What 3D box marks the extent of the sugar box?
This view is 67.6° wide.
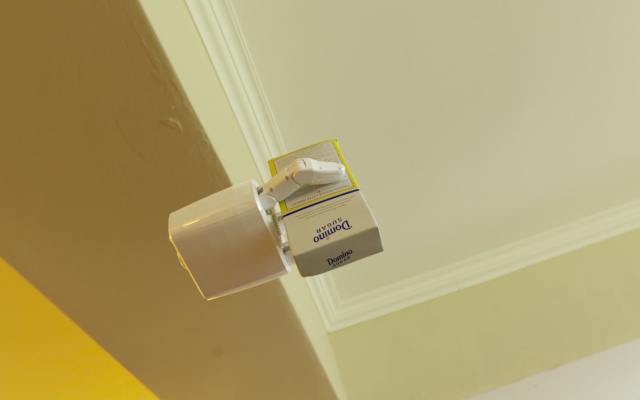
[{"bbox_3d":[0.000,0.002,0.547,0.093,0.048,0.176,-19,43,0],"label":"sugar box"}]
